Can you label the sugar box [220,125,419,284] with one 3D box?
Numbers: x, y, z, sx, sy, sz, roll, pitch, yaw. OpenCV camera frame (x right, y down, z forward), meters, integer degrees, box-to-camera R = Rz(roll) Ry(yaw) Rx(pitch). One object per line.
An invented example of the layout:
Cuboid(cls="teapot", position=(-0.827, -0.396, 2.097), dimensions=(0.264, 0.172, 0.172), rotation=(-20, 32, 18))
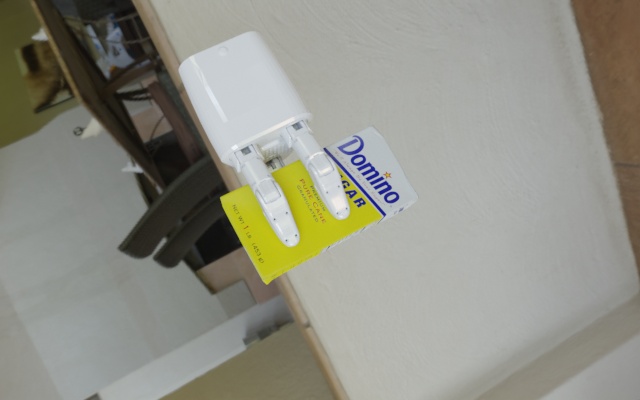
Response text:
Cuboid(cls="sugar box", position=(0.000, 0.001, 0.481), dimensions=(0.176, 0.093, 0.048), rotation=(-28, -10, -11))
